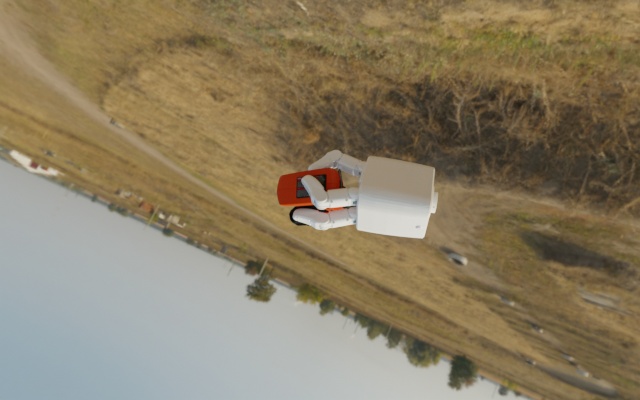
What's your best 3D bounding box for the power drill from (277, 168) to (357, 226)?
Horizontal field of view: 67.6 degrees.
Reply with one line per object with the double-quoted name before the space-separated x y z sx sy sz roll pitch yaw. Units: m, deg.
"power drill" 0.000 0.003 0.824 0.184 0.057 0.188 -8 -16 22
